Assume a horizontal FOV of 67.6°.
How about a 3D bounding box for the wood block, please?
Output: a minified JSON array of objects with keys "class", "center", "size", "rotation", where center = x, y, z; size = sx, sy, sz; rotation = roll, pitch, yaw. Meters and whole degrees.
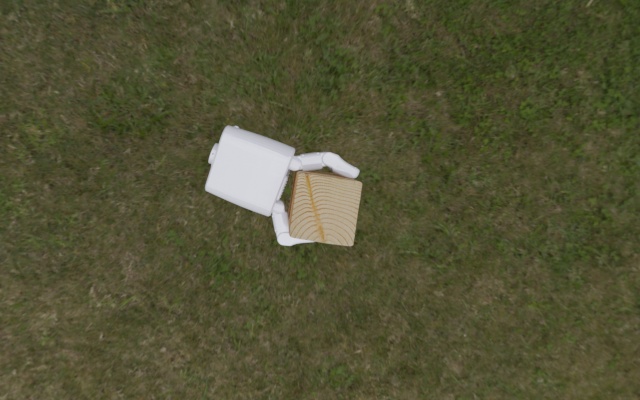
[{"class":"wood block","center":[0.000,0.003,0.740],"size":[0.090,0.091,0.206],"rotation":[8,5,-5]}]
